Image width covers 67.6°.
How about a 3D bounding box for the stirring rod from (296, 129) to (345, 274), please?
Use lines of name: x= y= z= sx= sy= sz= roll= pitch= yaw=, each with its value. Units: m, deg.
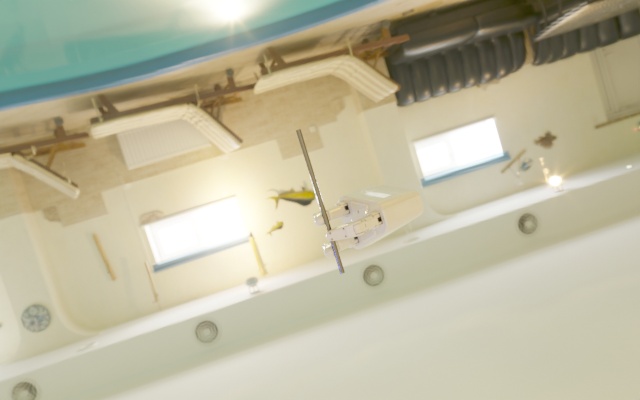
stirring rod: x=0.000 y=0.002 z=0.765 sx=0.011 sy=0.239 sz=0.011 roll=-17 pitch=3 yaw=1
